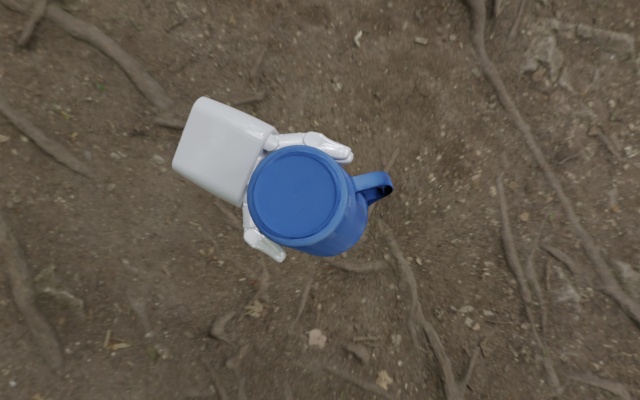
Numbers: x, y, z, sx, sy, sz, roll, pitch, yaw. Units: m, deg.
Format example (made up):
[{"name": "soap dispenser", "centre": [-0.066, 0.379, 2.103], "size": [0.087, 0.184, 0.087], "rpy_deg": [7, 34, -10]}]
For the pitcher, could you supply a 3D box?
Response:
[{"name": "pitcher", "centre": [0.000, 0.002, 0.603], "size": [0.145, 0.149, 0.243], "rpy_deg": [27, -2, 9]}]
